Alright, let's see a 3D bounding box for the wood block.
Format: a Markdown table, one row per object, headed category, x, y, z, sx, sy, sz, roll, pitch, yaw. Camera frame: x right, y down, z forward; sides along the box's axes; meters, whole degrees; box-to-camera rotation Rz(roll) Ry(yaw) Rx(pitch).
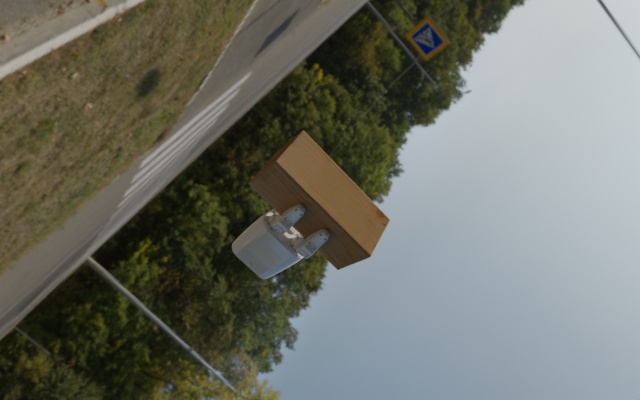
| category | x | y | z | sx | sy | sz | roll | pitch | yaw |
| --- | --- | --- | --- | --- | --- | --- | --- | --- | --- |
| wood block | 0.000 | 0.003 | 0.769 | 0.090 | 0.206 | 0.090 | -31 | 18 | 48 |
